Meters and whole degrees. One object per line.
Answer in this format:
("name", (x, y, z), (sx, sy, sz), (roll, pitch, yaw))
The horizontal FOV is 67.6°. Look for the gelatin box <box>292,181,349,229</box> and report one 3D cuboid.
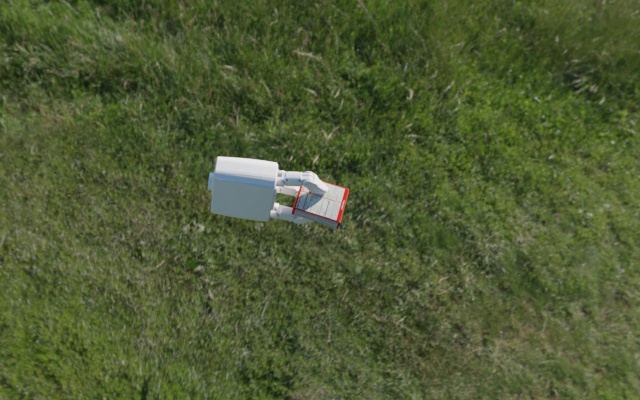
("gelatin box", (0.001, 0.003, 0.868), (0.089, 0.073, 0.030), (17, -31, 0))
